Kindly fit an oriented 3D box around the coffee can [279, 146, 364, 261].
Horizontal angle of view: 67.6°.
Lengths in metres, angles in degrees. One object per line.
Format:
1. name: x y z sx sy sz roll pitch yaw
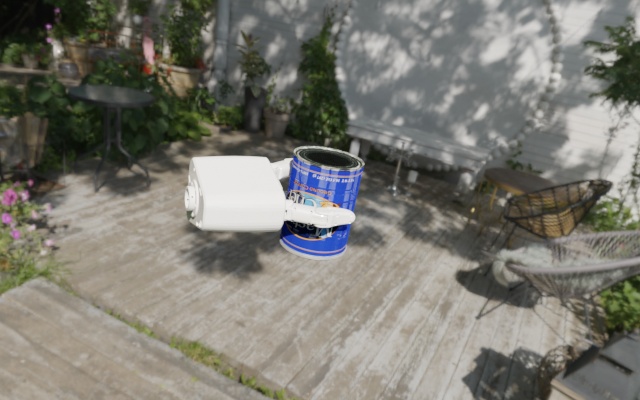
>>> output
1. coffee can: 0.000 0.002 0.700 0.103 0.140 0.102 9 21 -4
